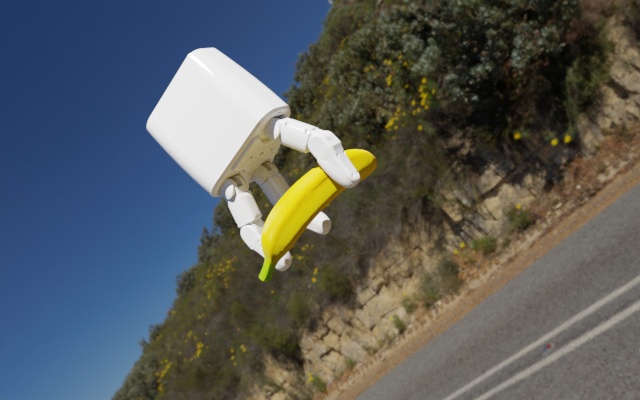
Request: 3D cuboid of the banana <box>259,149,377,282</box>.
[{"bbox_3d":[0.001,-0.007,0.477,0.037,0.197,0.070,37,-33,15],"label":"banana"}]
